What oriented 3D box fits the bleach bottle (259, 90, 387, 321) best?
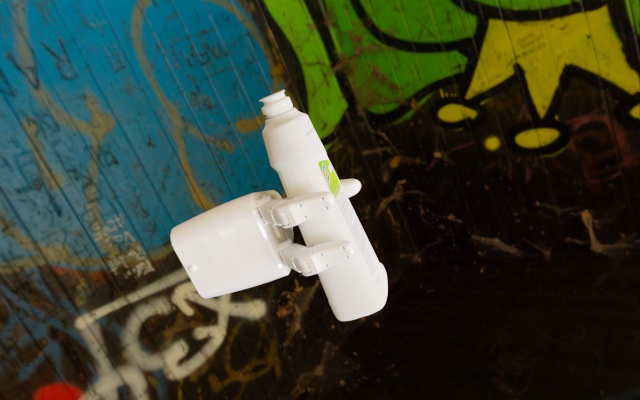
[{"bbox_3d":[0.000,0.002,0.522,0.068,0.251,0.102,-20,16,11],"label":"bleach bottle"}]
